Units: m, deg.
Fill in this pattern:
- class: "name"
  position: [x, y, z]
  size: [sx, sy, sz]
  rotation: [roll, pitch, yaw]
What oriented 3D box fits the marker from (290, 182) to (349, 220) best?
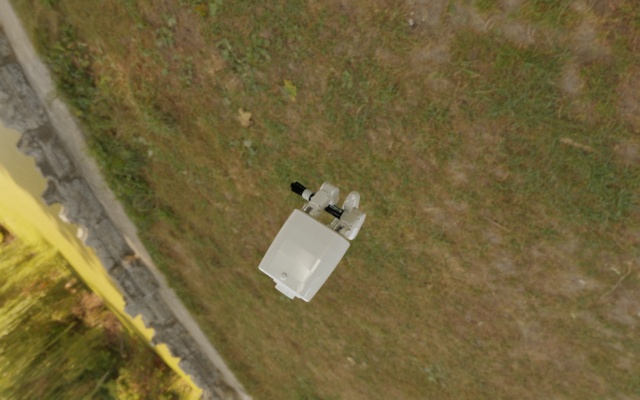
- class: "marker"
  position: [0.000, 0.003, 0.783]
  size: [0.121, 0.020, 0.020]
  rotation: [31, 11, 19]
